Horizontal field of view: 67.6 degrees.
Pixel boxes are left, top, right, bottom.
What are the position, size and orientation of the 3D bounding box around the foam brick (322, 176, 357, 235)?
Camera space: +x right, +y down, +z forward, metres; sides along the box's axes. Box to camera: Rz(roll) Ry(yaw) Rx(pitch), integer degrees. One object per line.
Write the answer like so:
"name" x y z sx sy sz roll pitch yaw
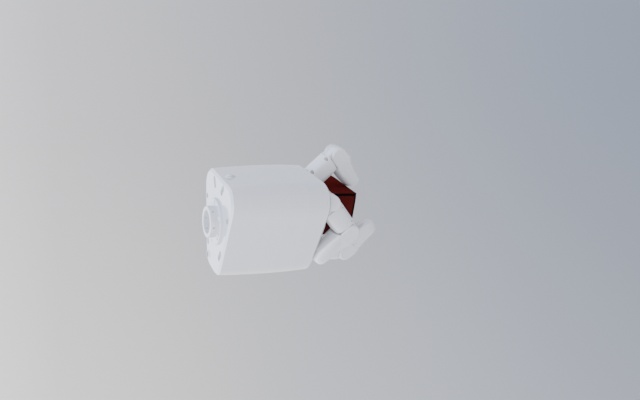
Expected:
"foam brick" 0.000 0.002 0.586 0.051 0.053 0.078 -3 22 -28
